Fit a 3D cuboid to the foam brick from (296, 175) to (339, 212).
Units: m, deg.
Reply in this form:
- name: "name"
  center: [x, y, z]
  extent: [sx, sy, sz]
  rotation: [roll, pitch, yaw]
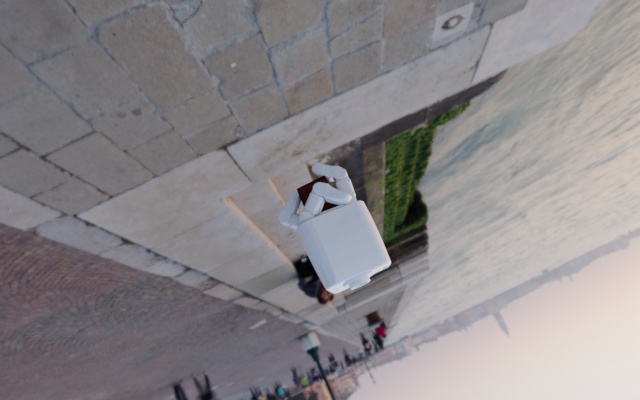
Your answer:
- name: "foam brick"
  center: [0.000, 0.003, 0.784]
  extent: [0.053, 0.051, 0.078]
  rotation: [-26, -18, 3]
